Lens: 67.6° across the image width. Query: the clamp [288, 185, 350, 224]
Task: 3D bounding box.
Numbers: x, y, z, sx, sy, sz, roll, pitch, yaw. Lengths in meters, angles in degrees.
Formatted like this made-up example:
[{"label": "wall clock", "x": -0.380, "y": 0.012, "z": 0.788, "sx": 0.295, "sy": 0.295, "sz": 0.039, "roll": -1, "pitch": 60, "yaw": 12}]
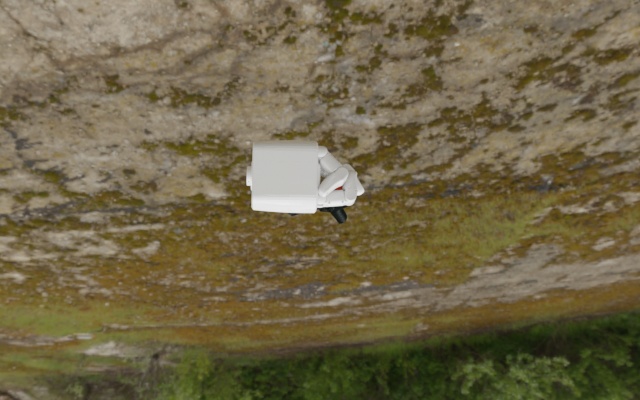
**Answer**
[{"label": "clamp", "x": 0.000, "y": 0.003, "z": 0.879, "sx": 0.120, "sy": 0.039, "sz": 0.171, "roll": 1, "pitch": -23, "yaw": -6}]
